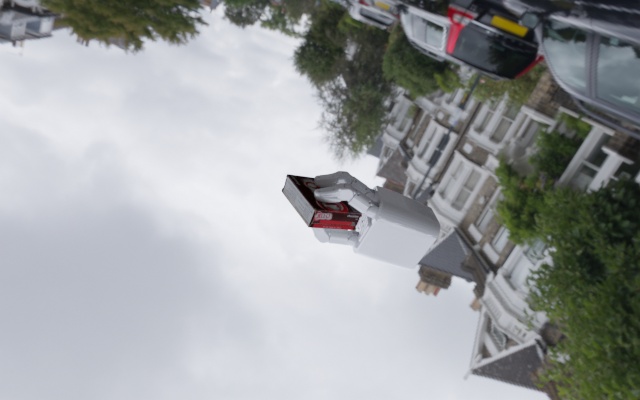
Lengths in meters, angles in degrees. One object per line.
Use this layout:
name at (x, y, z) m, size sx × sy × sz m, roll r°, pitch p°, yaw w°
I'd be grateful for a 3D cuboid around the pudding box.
pudding box at (0.000, 0.003, 0.770) m, size 0.090 × 0.039 × 0.113 m, roll 7°, pitch 26°, yaw -34°
